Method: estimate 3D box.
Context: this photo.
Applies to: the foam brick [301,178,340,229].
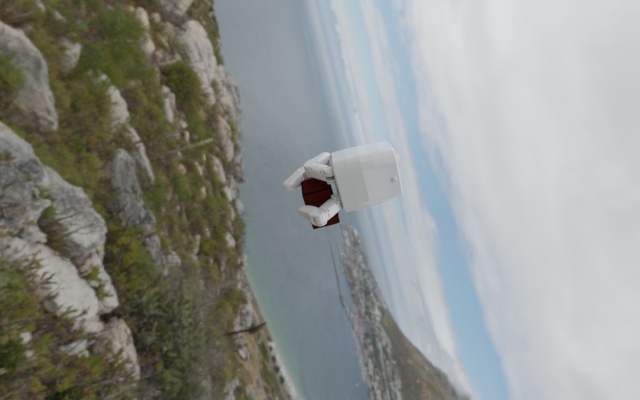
[{"bbox_3d":[0.000,0.003,0.856,0.051,0.078,0.053,-14,33,4],"label":"foam brick"}]
